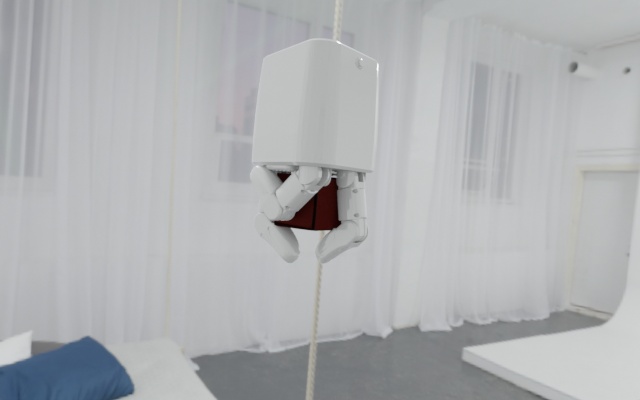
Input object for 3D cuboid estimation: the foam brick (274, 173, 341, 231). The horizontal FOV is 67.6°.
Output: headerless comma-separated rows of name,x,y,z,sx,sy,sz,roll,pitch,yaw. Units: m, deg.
foam brick,0.000,0.002,0.471,0.053,0.051,0.078,5,1,38
